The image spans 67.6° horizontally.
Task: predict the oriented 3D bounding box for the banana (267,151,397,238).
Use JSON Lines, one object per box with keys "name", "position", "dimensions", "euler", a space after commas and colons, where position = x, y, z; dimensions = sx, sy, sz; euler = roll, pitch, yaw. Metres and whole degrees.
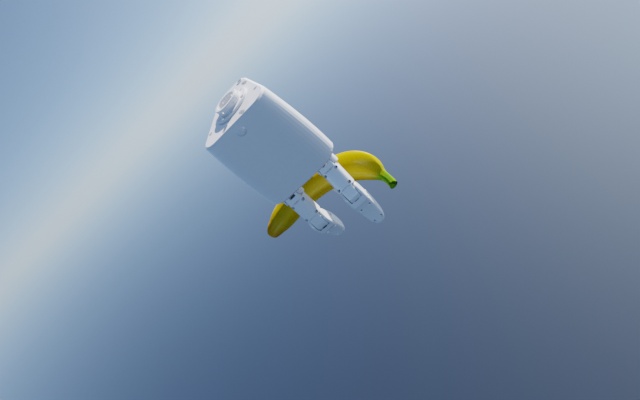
{"name": "banana", "position": [0.002, -0.015, 0.606], "dimensions": [0.198, 0.069, 0.037], "euler": [-25, -39, 32]}
